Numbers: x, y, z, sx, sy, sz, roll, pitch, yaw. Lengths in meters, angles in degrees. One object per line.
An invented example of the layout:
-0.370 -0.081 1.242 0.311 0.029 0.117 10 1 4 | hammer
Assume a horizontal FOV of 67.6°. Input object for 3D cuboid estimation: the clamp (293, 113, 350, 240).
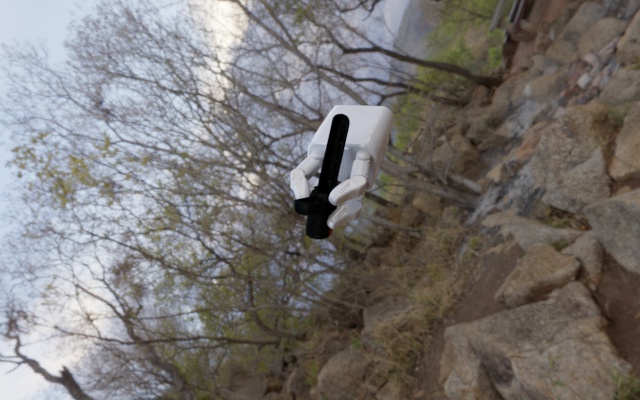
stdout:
-0.001 0.002 0.685 0.036 0.164 0.210 18 -38 11 | clamp
